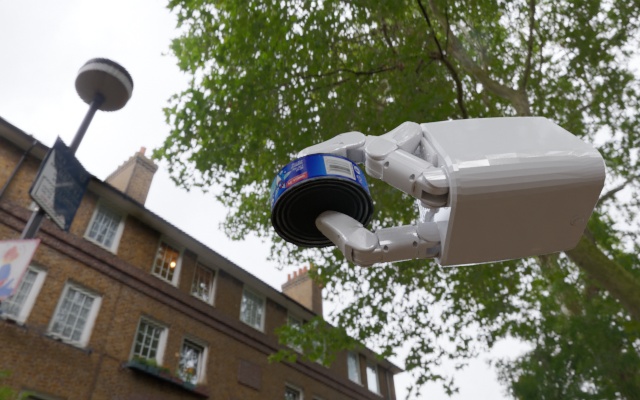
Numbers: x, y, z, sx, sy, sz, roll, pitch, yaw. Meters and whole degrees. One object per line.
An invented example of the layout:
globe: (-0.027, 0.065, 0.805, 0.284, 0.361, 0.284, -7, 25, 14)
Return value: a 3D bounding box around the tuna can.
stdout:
tuna can: (0.000, 0.001, 0.406, 0.086, 0.033, 0.086, -5, -44, -5)
